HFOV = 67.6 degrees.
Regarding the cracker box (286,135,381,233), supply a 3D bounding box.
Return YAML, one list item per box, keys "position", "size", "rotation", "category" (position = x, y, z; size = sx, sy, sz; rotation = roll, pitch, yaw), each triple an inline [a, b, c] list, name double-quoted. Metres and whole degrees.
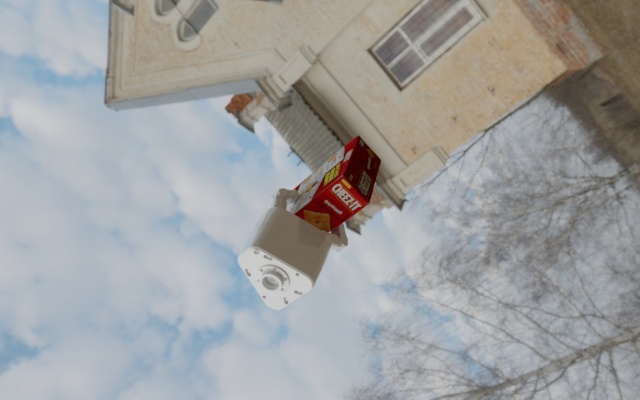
- position: [0.000, 0.003, 0.831]
  size: [0.214, 0.072, 0.164]
  rotation: [-38, 15, 29]
  category: "cracker box"
